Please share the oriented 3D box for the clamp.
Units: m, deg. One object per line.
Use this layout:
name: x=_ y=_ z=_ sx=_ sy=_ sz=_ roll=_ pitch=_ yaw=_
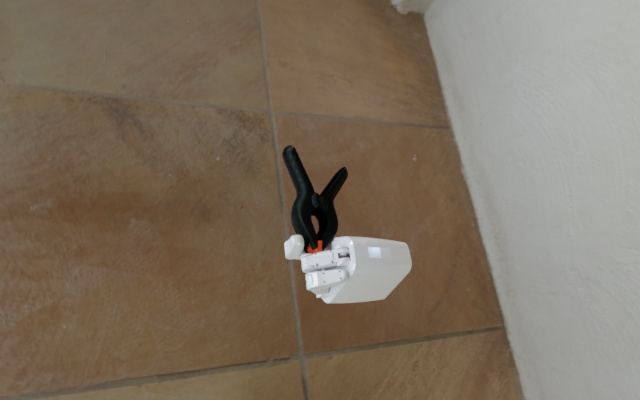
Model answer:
clamp: x=0.000 y=0.002 z=0.731 sx=0.120 sy=0.171 sz=0.039 roll=7 pitch=-23 yaw=-30
